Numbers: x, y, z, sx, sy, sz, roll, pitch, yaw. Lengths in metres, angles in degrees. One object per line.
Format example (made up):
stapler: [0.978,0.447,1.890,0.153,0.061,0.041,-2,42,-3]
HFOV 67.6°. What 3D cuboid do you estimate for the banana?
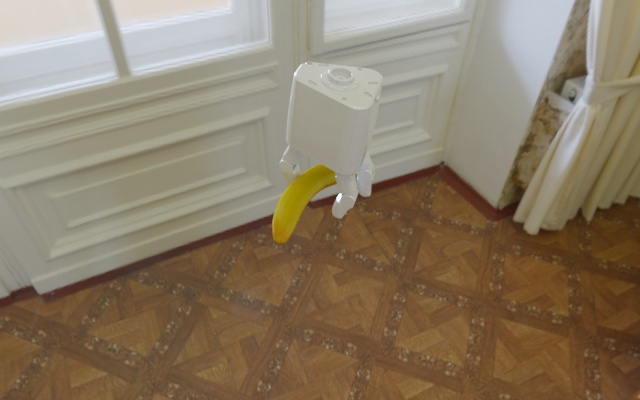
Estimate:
banana: [-0.011,-0.011,0.697,0.069,0.037,0.197,41,53,19]
